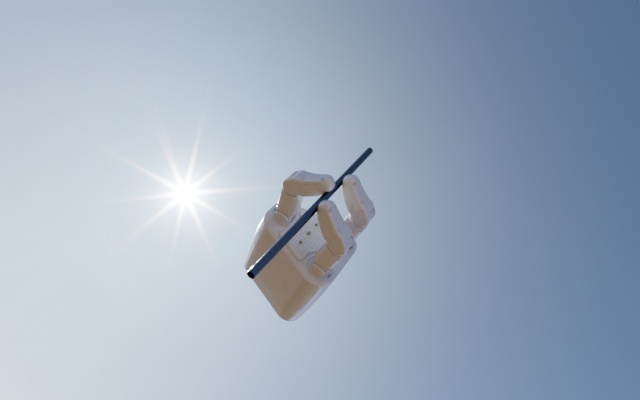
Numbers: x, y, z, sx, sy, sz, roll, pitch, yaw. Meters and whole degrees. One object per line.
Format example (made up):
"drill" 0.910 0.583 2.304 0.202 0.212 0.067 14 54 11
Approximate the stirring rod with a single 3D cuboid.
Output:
"stirring rod" 0.000 0.002 0.488 0.011 0.011 0.239 0 31 35
